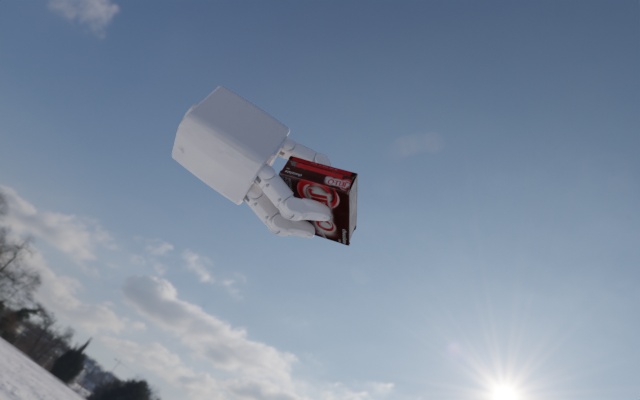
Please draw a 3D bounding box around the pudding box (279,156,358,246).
[{"bbox_3d":[0.000,0.002,0.605,0.090,0.039,0.114,17,-34,17],"label":"pudding box"}]
